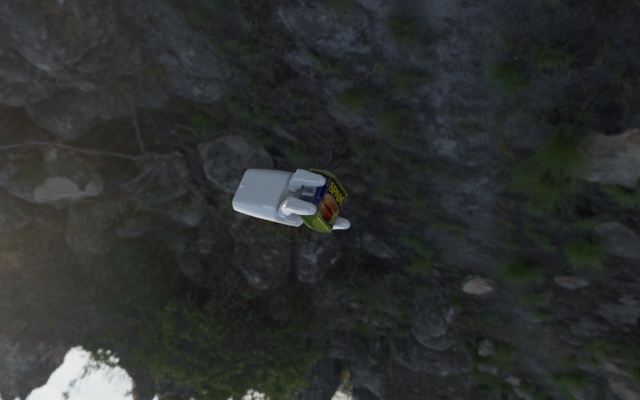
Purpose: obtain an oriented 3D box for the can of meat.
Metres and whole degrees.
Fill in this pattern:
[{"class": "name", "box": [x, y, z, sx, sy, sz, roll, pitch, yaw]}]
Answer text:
[{"class": "can of meat", "box": [0.000, 0.003, 0.885, 0.057, 0.084, 0.102, 11, -21, 28]}]
